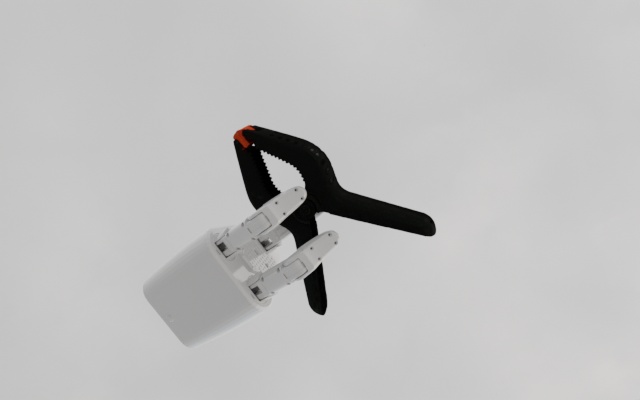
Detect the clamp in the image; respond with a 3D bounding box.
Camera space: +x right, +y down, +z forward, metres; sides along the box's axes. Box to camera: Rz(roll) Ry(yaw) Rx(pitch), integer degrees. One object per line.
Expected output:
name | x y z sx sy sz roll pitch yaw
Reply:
clamp | 0.000 0.001 0.479 0.164 0.210 0.036 -34 8 22
